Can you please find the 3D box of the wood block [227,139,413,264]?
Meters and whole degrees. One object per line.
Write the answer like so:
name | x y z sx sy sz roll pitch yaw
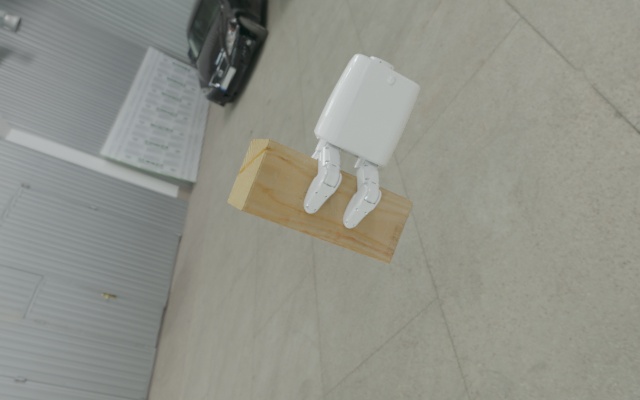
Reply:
wood block | 0.000 0.002 0.612 0.206 0.090 0.091 22 -1 -22
